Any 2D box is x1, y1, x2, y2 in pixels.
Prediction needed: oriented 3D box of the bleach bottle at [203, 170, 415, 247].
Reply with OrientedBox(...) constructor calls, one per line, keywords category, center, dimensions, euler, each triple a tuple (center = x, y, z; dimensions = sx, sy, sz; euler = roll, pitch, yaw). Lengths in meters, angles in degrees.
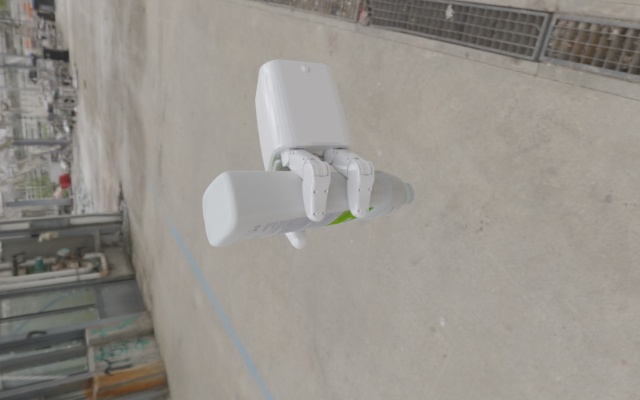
OrientedBox(category="bleach bottle", center=(0.000, 0.002, 0.557), dimensions=(0.251, 0.068, 0.102), euler=(-4, -15, -31))
